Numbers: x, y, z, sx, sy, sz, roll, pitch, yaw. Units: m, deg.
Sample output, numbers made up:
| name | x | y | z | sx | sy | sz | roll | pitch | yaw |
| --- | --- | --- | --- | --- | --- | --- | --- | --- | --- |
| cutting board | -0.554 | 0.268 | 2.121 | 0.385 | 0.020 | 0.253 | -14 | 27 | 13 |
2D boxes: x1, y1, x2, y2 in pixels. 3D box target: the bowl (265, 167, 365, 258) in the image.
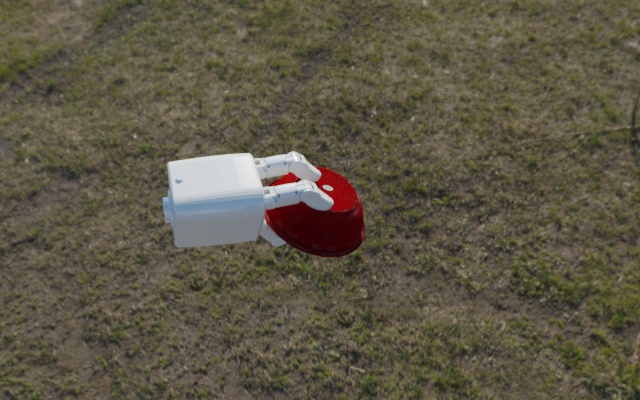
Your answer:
| name | x | y | z | sx | sy | sz | roll | pitch | yaw |
| --- | --- | --- | --- | --- | --- | --- | --- | --- | --- |
| bowl | 0.001 | 0.002 | 0.679 | 0.162 | 0.055 | 0.162 | 17 | 39 | -14 |
